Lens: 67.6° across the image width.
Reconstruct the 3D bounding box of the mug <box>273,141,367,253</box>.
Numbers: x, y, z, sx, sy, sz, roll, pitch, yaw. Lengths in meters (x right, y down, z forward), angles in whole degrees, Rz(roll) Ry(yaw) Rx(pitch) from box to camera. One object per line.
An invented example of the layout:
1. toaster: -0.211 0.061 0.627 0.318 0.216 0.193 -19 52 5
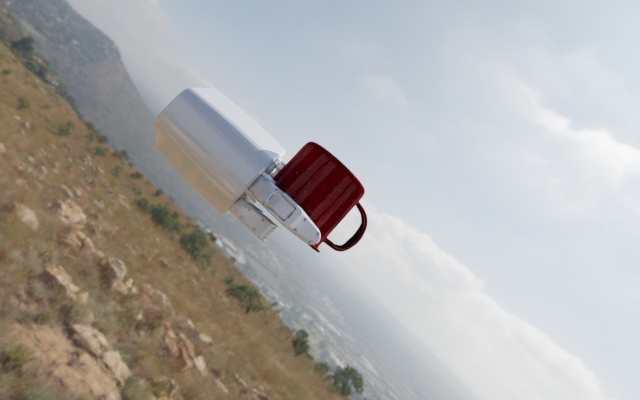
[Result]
1. mug: 0.001 0.002 0.497 0.117 0.081 0.093 43 -3 -6
